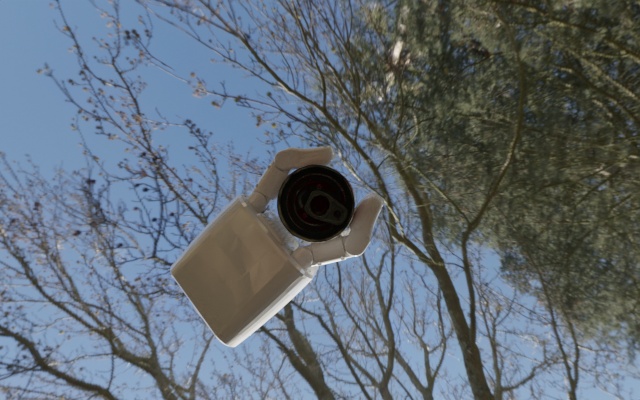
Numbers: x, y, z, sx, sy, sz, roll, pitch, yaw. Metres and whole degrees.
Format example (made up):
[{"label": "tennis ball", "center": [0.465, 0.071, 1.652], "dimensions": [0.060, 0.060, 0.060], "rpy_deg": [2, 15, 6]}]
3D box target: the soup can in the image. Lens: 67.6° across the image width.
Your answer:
[{"label": "soup can", "center": [0.000, 0.001, 0.461], "dimensions": [0.068, 0.068, 0.102], "rpy_deg": [0, 2, 5]}]
